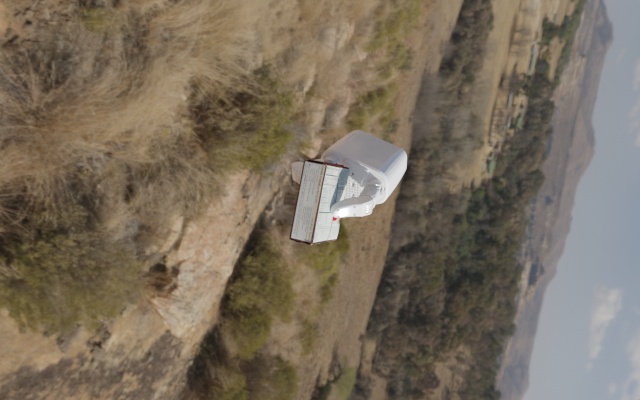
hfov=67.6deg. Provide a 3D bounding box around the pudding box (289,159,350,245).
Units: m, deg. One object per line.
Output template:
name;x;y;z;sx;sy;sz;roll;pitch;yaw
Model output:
pudding box;0.000;0.002;0.666;0.039;0.113;0.090;11;4;24
